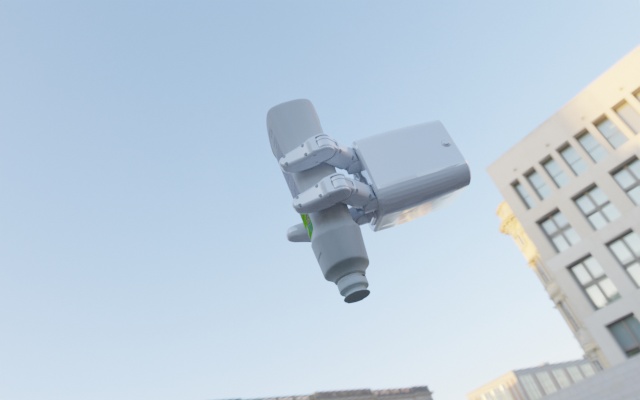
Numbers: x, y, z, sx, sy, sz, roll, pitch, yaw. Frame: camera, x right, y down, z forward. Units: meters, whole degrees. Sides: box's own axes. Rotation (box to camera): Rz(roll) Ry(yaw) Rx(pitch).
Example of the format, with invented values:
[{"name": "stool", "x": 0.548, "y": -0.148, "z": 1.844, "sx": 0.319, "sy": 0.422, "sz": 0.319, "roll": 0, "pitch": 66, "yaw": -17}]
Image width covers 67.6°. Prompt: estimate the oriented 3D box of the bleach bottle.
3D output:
[{"name": "bleach bottle", "x": 0.000, "y": 0.002, "z": 0.548, "sx": 0.068, "sy": 0.250, "sz": 0.103, "roll": -17, "pitch": -33, "yaw": -6}]
